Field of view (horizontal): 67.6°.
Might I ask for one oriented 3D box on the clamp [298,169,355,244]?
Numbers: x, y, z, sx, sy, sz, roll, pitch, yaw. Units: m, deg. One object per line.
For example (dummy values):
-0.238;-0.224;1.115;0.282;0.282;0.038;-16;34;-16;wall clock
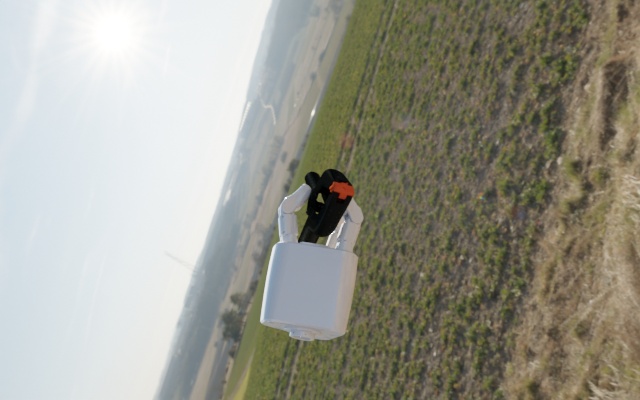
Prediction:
-0.001;0.002;0.685;0.036;0.164;0.210;13;-24;-14;clamp
